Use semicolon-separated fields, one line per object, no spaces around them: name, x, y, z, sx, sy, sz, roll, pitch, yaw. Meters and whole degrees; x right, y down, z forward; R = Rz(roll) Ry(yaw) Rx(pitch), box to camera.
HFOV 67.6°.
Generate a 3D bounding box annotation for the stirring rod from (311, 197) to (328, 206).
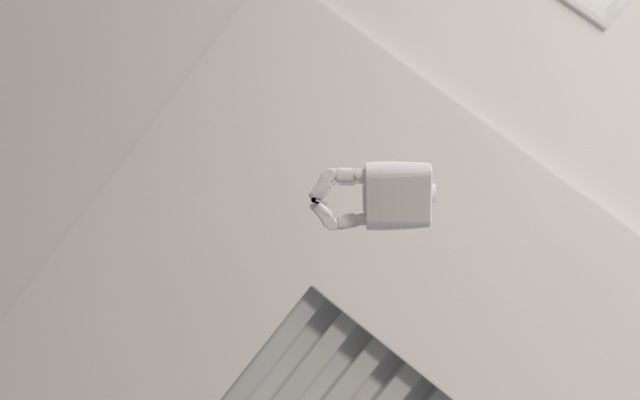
stirring rod;0.000;0.003;0.838;0.011;0.011;0.239;0;-2;5
